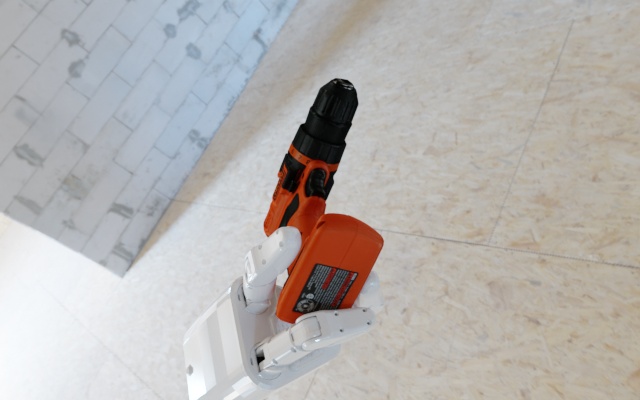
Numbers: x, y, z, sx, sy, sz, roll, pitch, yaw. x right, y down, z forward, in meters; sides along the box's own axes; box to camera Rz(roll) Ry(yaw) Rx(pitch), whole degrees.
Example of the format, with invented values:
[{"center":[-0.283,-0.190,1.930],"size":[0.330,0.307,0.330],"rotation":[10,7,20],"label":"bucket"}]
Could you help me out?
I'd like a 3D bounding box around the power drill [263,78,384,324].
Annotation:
[{"center":[0.000,0.002,0.420],"size":[0.057,0.184,0.187],"rotation":[14,28,-16],"label":"power drill"}]
